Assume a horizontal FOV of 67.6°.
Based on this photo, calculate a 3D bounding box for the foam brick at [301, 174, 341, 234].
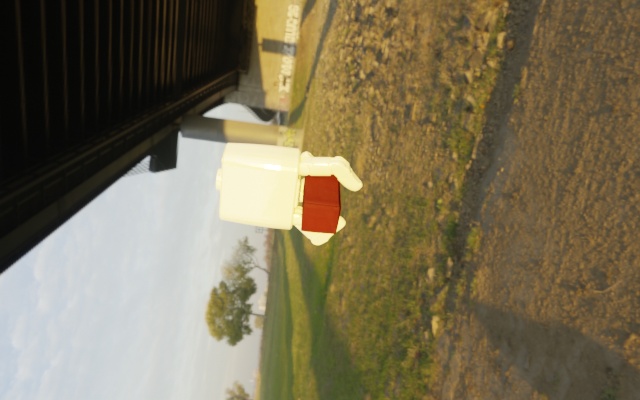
[{"bbox_3d":[0.000,0.002,0.677,0.051,0.053,0.078,5,38,-4],"label":"foam brick"}]
